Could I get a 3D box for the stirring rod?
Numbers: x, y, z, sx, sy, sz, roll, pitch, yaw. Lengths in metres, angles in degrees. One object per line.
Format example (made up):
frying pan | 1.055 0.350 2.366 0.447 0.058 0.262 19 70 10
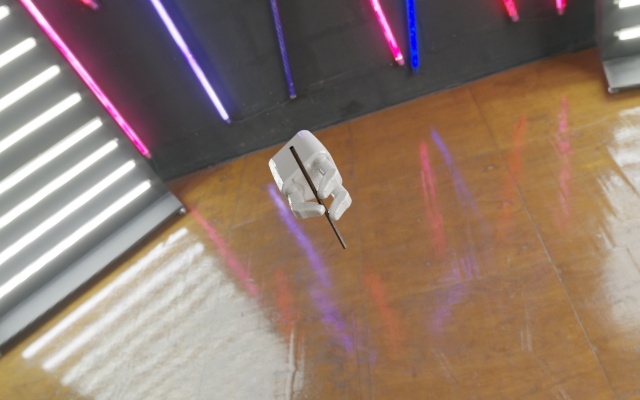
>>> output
stirring rod | 0.000 0.003 0.805 0.011 0.011 0.240 0 -44 31
